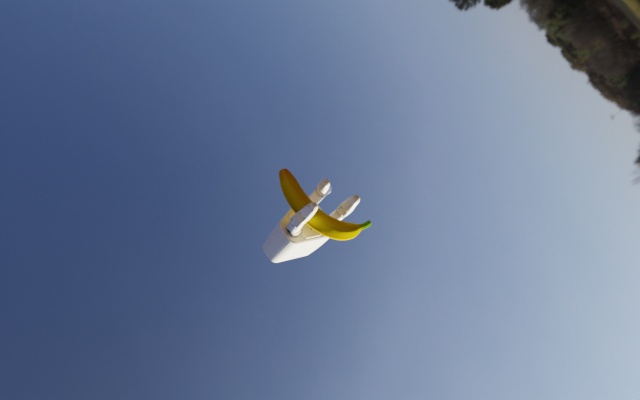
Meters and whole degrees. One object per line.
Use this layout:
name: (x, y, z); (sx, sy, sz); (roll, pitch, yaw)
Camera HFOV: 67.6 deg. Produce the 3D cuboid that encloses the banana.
banana: (-0.006, 0.019, 0.879); (0.198, 0.069, 0.037); (33, -28, -3)
